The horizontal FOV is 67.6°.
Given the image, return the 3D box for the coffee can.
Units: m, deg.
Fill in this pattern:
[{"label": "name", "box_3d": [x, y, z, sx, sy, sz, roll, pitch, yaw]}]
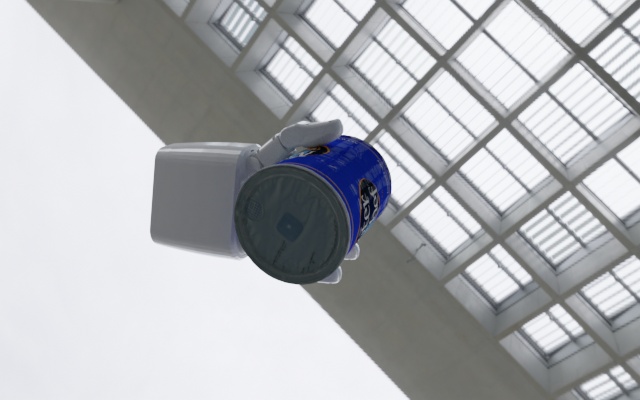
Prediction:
[{"label": "coffee can", "box_3d": [0.000, 0.001, 0.444, 0.103, 0.103, 0.140, 0, 17, 23]}]
